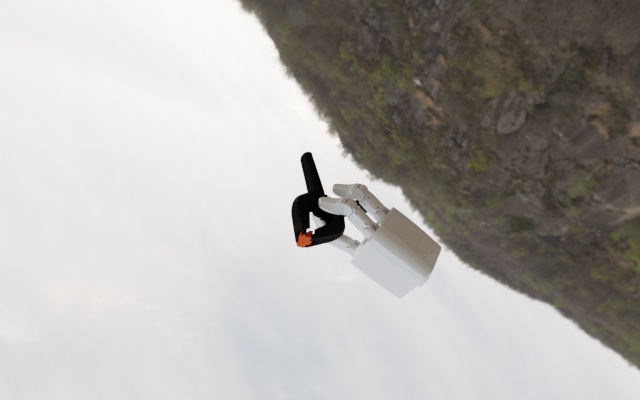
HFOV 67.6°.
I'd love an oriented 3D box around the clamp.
[{"bbox_3d":[0.000,0.004,0.790,0.164,0.036,0.210,38,37,4],"label":"clamp"}]
